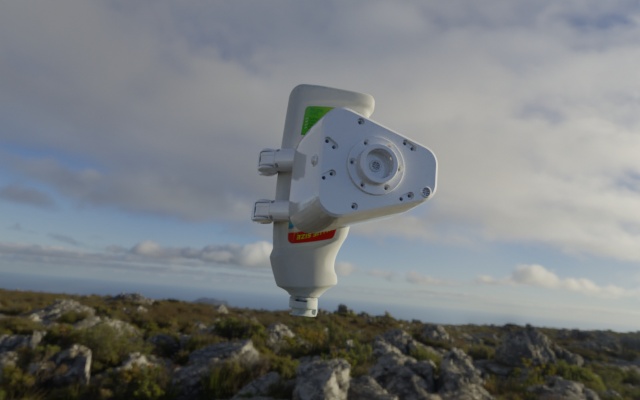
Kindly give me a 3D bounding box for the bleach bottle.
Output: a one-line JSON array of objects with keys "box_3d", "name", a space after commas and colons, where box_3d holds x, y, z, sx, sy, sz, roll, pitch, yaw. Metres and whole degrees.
[{"box_3d": [0.000, 0.002, 0.537, 0.102, 0.250, 0.068, 7, -10, -11], "name": "bleach bottle"}]
